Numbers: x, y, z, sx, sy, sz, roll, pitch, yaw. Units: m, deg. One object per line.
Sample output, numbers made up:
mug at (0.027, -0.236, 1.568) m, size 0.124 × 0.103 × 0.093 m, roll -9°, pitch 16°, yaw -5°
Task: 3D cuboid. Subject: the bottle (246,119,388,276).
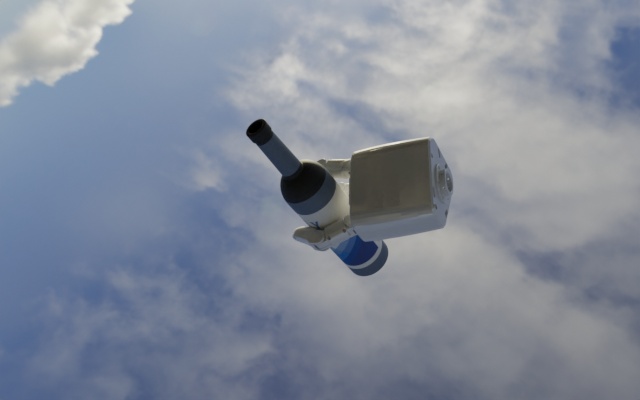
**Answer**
bottle at (0.000, 0.002, 0.632) m, size 0.069 × 0.069 × 0.296 m, roll 0°, pitch -35°, yaw 37°
